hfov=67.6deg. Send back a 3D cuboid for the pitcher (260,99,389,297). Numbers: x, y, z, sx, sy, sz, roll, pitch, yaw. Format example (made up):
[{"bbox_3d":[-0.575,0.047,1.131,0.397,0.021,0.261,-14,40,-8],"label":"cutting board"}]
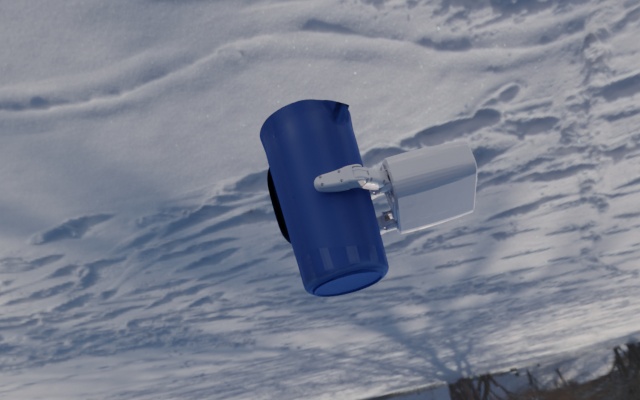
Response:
[{"bbox_3d":[0.000,0.002,0.640,0.145,0.242,0.149,-15,-24,0],"label":"pitcher"}]
